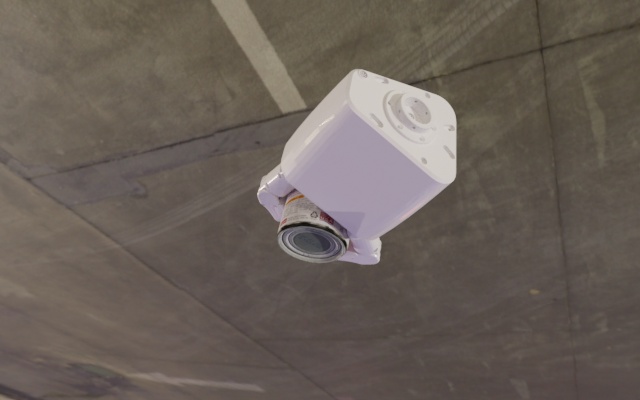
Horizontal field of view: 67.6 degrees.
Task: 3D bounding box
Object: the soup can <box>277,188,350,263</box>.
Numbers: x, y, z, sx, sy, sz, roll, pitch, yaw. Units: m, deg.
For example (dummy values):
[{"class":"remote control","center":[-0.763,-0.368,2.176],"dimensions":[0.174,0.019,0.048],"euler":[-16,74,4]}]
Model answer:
[{"class":"soup can","center":[0.000,0.002,0.470],"dimensions":[0.068,0.102,0.069],"euler":[8,-35,6]}]
